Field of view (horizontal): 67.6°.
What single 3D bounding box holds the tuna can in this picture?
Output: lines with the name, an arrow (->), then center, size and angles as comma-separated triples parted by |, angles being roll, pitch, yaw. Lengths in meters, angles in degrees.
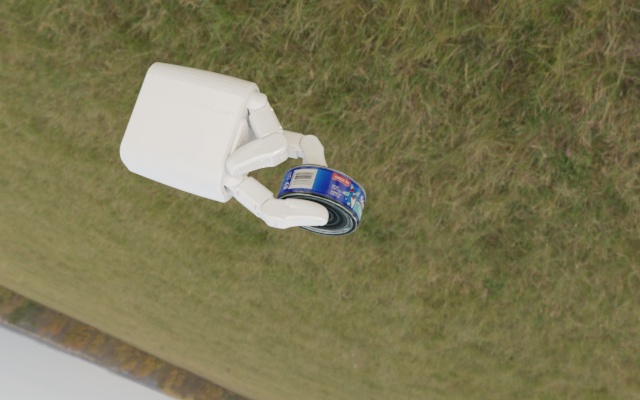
tuna can -> 0.000, 0.002, 0.473 | 0.086, 0.033, 0.086 | 13, -27, 7
